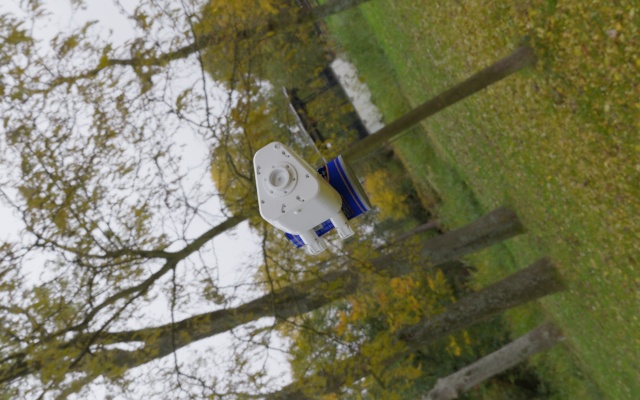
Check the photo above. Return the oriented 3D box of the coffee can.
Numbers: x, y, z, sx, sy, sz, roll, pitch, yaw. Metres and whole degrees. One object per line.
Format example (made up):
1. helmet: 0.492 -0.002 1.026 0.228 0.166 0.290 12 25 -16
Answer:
1. coffee can: 0.000 0.003 0.796 0.140 0.103 0.103 -30 -5 9
